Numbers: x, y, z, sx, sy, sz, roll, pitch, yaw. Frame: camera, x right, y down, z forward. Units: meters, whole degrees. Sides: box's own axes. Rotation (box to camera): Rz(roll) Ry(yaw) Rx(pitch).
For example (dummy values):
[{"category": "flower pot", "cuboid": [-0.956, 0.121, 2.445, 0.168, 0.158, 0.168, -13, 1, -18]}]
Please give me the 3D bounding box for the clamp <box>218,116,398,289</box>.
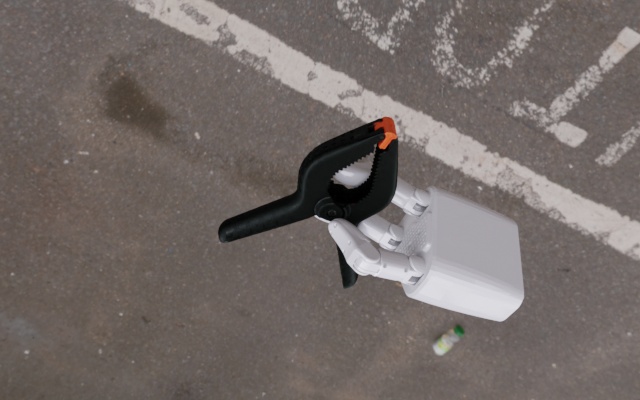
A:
[{"category": "clamp", "cuboid": [0.001, 0.002, 0.466, 0.164, 0.210, 0.036, 17, 39, -15]}]
